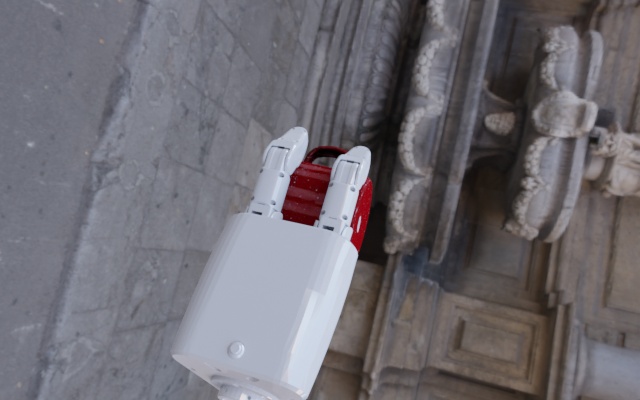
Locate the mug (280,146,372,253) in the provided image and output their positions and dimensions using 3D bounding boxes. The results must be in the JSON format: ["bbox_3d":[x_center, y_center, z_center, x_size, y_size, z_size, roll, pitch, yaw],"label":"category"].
[{"bbox_3d":[0.001,0.000,0.420,0.081,0.117,0.093,13,-32,13],"label":"mug"}]
